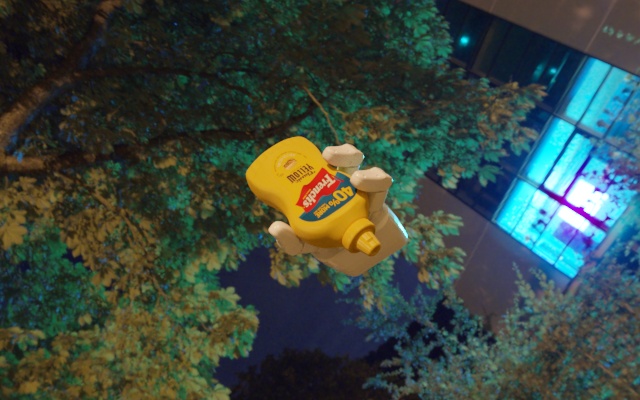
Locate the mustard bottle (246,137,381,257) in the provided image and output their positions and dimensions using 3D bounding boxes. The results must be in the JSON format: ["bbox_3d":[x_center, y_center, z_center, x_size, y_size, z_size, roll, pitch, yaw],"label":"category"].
[{"bbox_3d":[0.000,0.002,0.568,0.096,0.058,0.191,-35,54,-19],"label":"mustard bottle"}]
